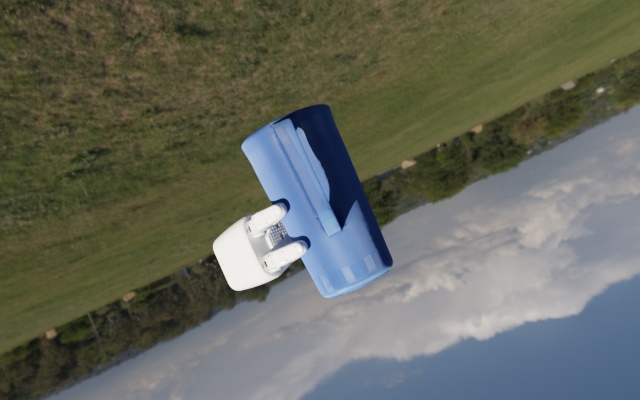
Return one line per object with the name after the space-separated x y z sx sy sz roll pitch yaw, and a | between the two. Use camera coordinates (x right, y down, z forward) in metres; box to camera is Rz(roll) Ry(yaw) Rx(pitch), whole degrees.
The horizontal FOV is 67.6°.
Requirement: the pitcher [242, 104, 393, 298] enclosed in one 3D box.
0.000 0.002 0.641 0.149 0.243 0.145 -22 -6 -46 | pitcher
